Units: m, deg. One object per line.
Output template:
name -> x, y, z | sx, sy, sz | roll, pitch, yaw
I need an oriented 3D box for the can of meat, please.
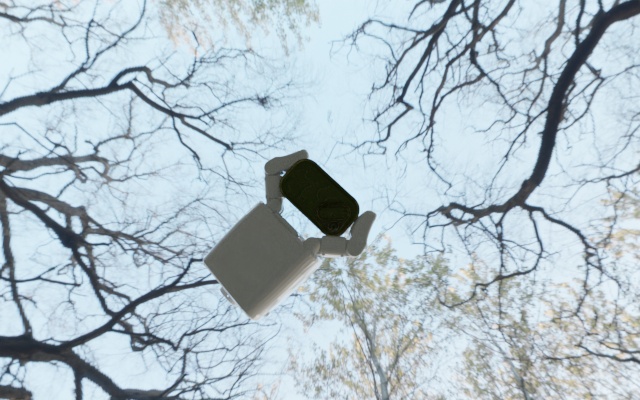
can of meat -> 0.000, 0.002, 0.615 | 0.102, 0.057, 0.084 | 43, -4, 7
